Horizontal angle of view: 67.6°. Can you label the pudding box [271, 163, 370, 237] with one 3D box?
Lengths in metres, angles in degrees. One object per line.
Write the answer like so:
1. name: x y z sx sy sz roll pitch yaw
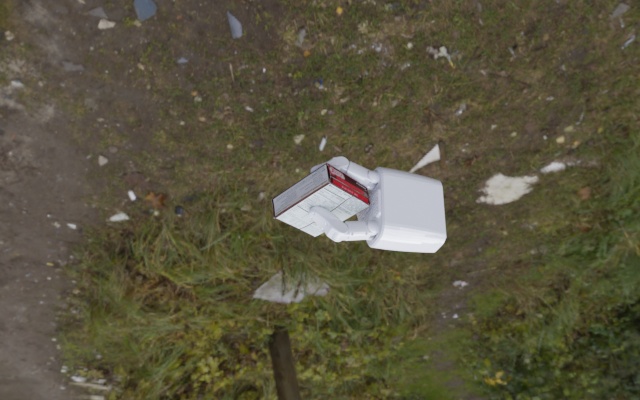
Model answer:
1. pudding box: 0.000 0.002 0.683 0.113 0.039 0.090 -33 -43 29
